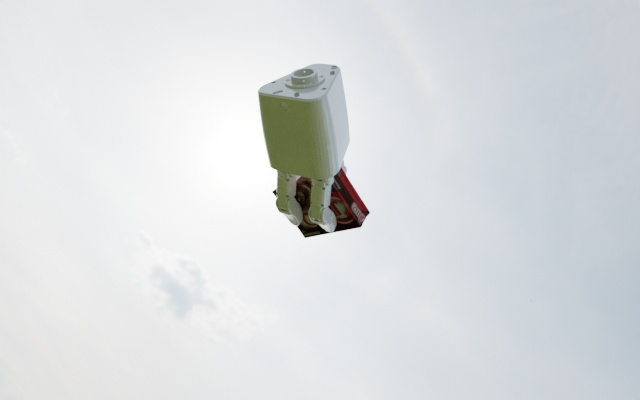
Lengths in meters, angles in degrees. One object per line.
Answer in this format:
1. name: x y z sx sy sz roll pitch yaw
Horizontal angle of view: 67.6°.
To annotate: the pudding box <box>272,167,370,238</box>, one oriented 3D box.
1. pudding box: 0.000 0.002 0.668 0.113 0.090 0.039 -14 27 45
